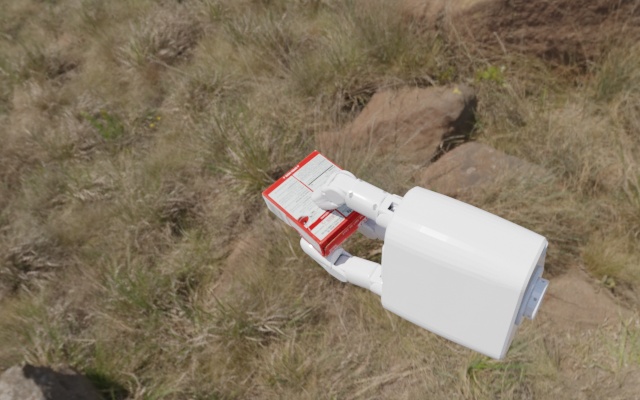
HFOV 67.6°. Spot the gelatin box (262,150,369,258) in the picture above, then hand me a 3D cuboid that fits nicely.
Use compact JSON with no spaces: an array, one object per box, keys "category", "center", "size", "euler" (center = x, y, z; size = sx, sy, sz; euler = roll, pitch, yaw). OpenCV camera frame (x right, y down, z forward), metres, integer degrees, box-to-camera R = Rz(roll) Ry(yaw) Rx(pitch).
[{"category":"gelatin box","center":[0.000,0.001,0.461],"size":[0.089,0.073,0.030],"euler":[39,-20,31]}]
